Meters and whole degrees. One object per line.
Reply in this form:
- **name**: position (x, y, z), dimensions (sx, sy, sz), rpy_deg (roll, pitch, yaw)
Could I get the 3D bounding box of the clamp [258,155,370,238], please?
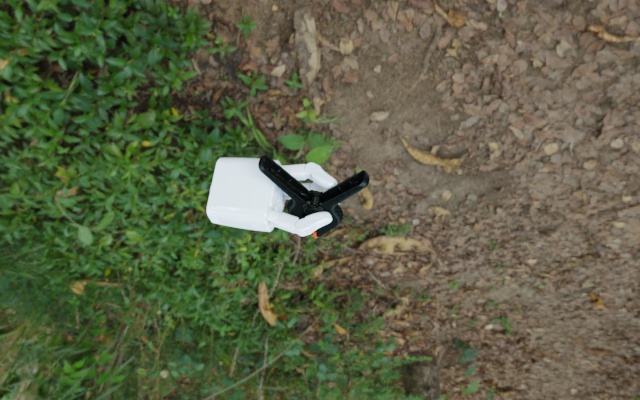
- **clamp**: position (0.000, 0.003, 0.768), dimensions (0.164, 0.036, 0.210), rpy_deg (7, -31, 13)
